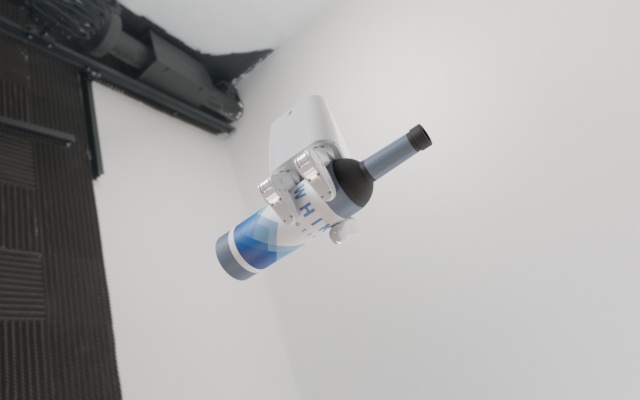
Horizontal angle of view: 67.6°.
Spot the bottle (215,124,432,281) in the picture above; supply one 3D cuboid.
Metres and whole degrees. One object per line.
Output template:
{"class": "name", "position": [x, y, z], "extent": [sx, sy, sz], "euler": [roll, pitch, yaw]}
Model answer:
{"class": "bottle", "position": [0.000, 0.002, 0.573], "extent": [0.296, 0.069, 0.069], "euler": [-33, -14, 22]}
